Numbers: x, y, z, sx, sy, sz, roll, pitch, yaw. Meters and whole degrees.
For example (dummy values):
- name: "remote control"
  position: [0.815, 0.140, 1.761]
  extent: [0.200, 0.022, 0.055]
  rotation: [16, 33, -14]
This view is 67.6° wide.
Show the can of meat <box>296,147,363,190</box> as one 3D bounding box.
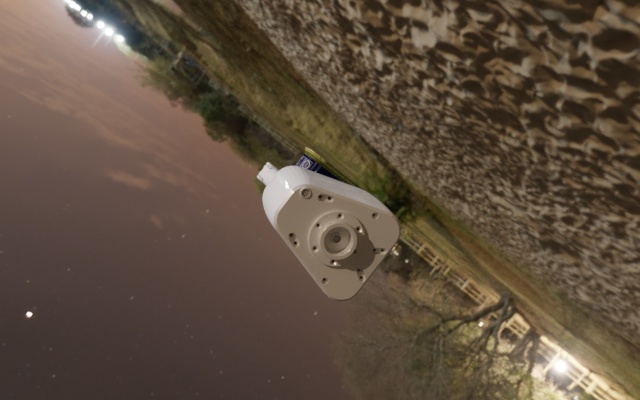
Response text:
- name: "can of meat"
  position: [0.000, 0.002, 0.562]
  extent: [0.102, 0.084, 0.057]
  rotation: [36, 2, -19]
